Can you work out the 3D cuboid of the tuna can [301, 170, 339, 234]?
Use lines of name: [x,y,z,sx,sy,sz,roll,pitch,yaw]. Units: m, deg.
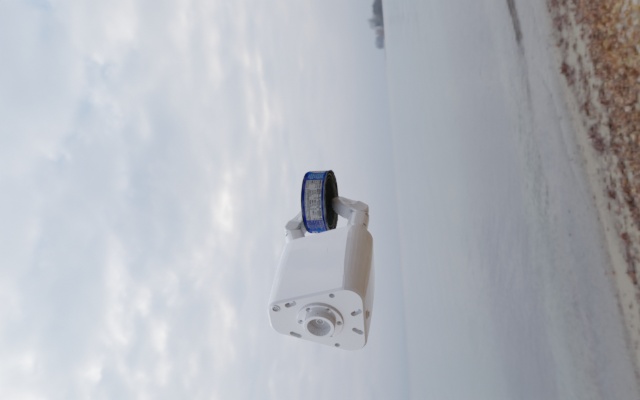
tuna can: [0.000,0.002,0.641,0.034,0.086,0.086,-2,0,14]
